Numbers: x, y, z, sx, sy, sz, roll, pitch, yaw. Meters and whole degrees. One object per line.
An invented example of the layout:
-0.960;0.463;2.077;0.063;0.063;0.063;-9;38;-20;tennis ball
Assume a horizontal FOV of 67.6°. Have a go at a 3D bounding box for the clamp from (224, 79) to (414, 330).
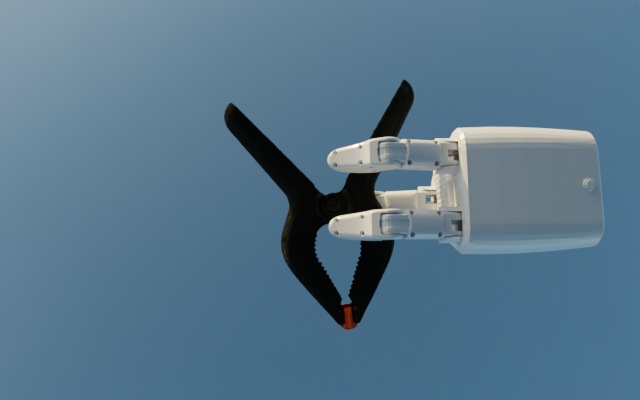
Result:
0.000;0.002;0.407;0.164;0.210;0.036;-1;-6;2;clamp
